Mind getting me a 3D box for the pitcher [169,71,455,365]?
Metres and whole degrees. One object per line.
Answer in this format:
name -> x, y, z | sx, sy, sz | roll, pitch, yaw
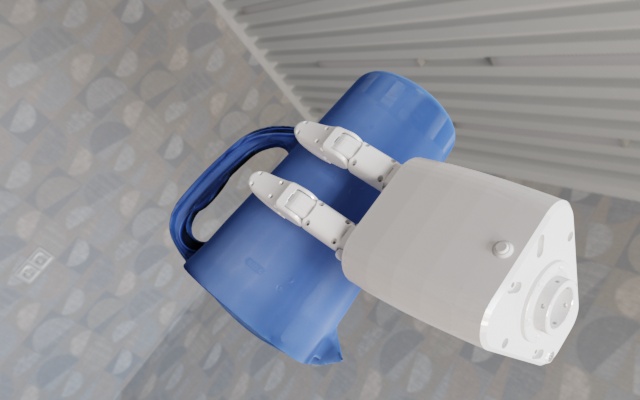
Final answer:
pitcher -> 0.000, 0.001, 0.416 | 0.145, 0.243, 0.149 | 22, -20, 50
